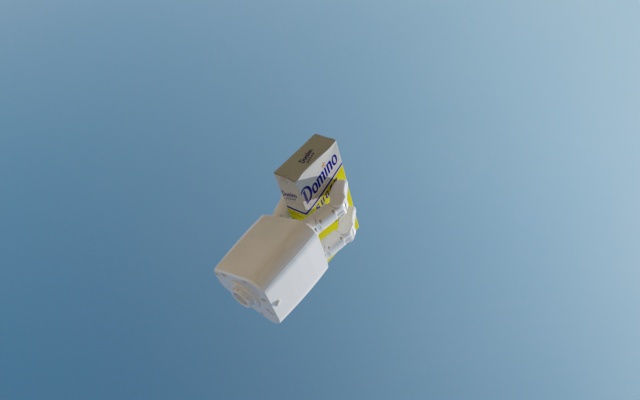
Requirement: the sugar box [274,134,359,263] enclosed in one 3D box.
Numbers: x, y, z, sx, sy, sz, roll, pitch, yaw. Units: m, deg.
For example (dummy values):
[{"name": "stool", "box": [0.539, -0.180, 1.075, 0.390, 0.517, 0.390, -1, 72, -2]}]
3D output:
[{"name": "sugar box", "box": [0.000, 0.003, 0.692, 0.048, 0.176, 0.093, 23, 56, 33]}]
